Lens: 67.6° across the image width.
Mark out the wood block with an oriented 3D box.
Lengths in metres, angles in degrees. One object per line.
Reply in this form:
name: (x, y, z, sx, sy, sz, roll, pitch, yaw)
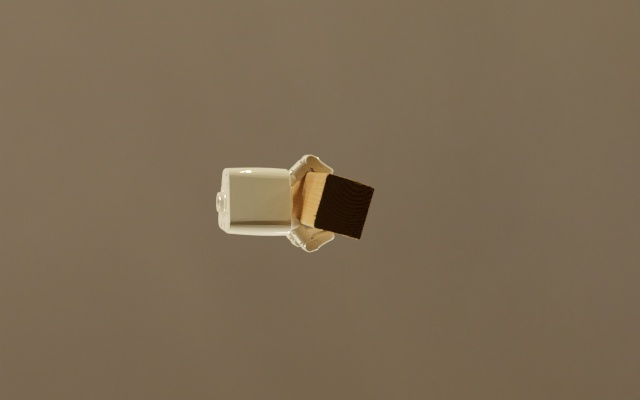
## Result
wood block: (0.000, 0.002, 0.850, 0.090, 0.091, 0.206, 16, -1, -23)
